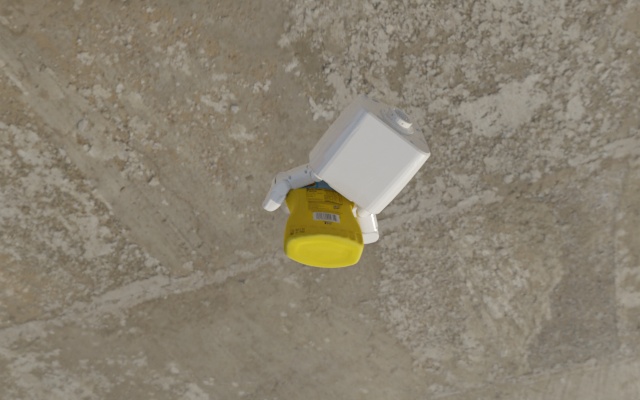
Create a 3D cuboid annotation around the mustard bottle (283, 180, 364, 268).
[{"bbox_3d":[0.000,0.003,0.641,0.096,0.058,0.191,6,38,-8],"label":"mustard bottle"}]
